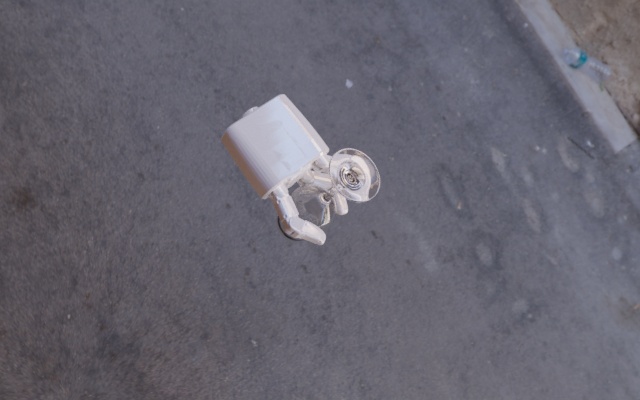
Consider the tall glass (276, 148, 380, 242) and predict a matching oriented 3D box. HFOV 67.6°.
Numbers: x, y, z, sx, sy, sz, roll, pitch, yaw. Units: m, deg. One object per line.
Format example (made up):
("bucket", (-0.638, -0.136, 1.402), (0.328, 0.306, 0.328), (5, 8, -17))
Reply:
("tall glass", (0.000, 0.002, 0.681), (0.079, 0.079, 0.201), (0, -21, -28))
